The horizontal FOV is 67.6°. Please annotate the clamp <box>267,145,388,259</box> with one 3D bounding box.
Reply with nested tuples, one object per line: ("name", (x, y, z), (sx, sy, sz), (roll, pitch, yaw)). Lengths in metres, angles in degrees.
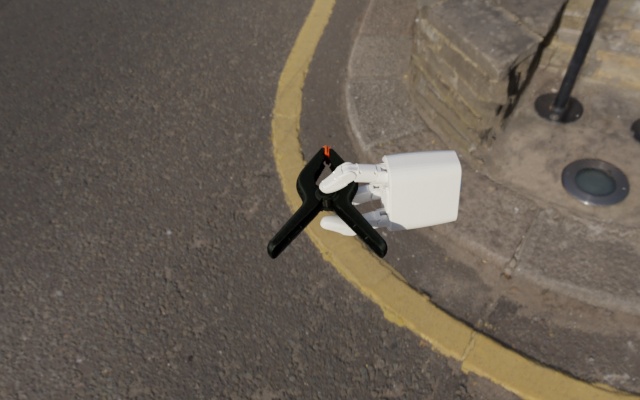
("clamp", (0.000, 0.001, 0.709), (0.164, 0.209, 0.036), (-5, -39, -4))
